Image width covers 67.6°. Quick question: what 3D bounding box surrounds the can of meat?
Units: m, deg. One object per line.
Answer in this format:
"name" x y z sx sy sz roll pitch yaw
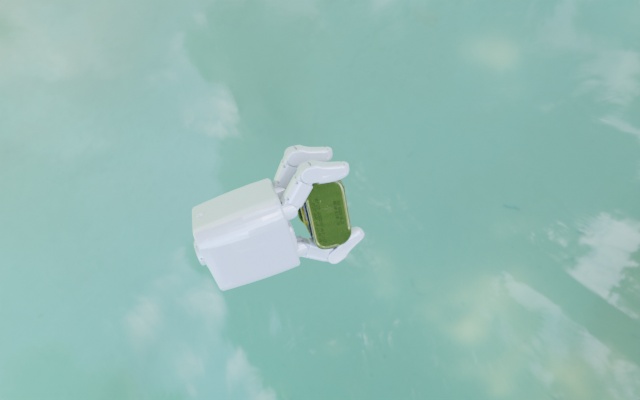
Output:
"can of meat" 0.000 0.002 0.622 0.057 0.102 0.084 -16 26 -8
